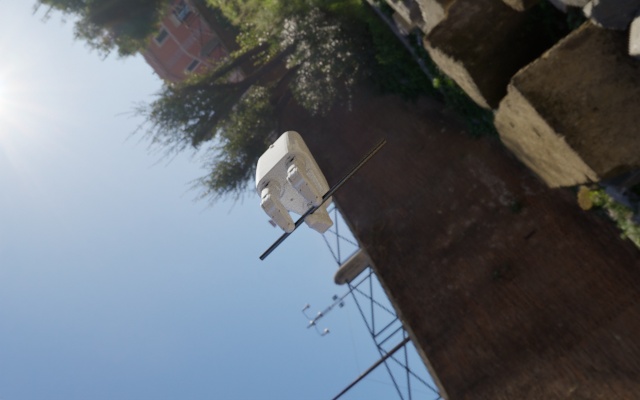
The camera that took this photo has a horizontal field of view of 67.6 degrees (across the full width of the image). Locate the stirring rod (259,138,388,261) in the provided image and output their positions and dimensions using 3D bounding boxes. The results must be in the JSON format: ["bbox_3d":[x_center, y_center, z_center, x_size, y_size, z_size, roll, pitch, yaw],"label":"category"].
[{"bbox_3d":[0.000,0.002,0.651,0.239,0.011,0.011,-44,-13,14],"label":"stirring rod"}]
